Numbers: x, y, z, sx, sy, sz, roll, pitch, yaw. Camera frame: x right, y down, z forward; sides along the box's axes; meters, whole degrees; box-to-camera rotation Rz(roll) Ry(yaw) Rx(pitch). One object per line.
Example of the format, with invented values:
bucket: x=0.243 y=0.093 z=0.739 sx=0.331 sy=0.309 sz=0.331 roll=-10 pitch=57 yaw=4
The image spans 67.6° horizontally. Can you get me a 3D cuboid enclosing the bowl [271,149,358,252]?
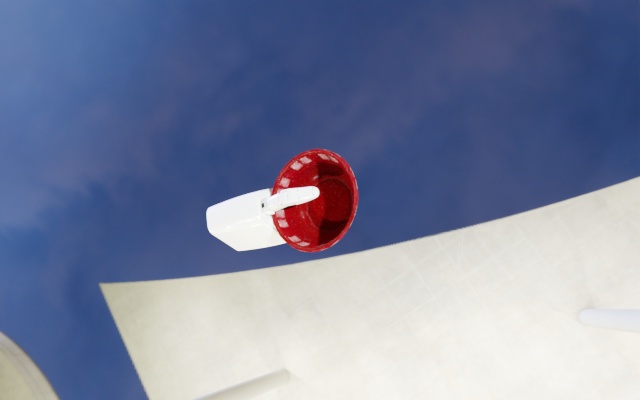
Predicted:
bowl: x=0.001 y=0.003 z=0.760 sx=0.162 sy=0.162 sz=0.055 roll=0 pitch=-8 yaw=33
